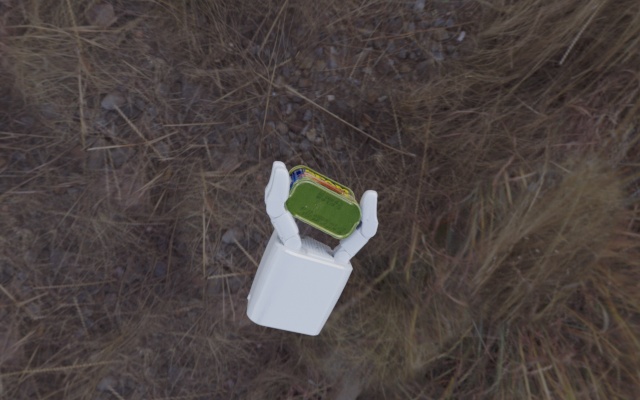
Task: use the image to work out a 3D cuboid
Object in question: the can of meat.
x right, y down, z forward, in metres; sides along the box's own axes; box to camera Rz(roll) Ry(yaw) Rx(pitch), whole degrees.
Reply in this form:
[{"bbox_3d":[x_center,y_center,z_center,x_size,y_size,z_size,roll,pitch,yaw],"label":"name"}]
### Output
[{"bbox_3d":[0.000,0.002,0.624,0.102,0.057,0.084,27,9,-11],"label":"can of meat"}]
